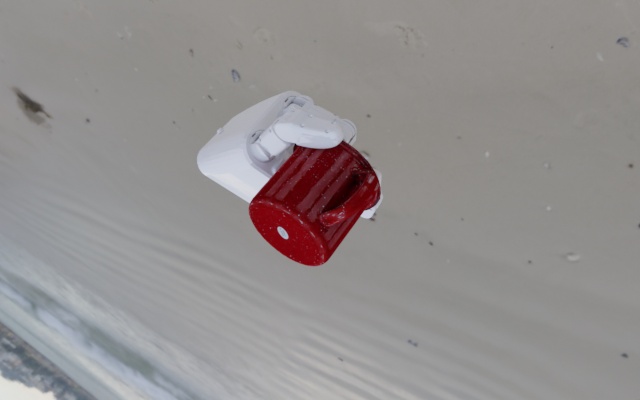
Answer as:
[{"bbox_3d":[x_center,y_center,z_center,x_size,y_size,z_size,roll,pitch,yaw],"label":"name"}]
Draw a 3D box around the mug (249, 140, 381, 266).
[{"bbox_3d":[0.001,0.001,0.403,0.117,0.093,0.081,-6,39,51],"label":"mug"}]
